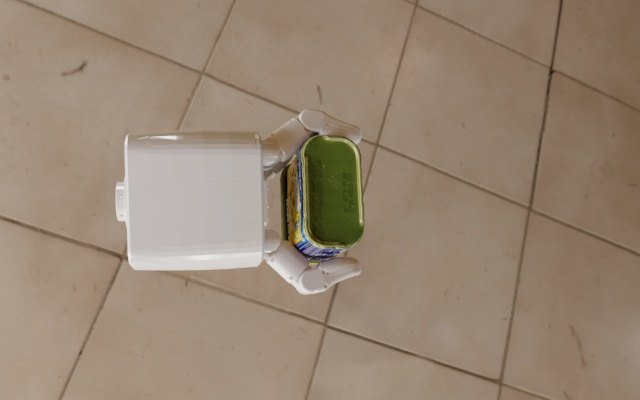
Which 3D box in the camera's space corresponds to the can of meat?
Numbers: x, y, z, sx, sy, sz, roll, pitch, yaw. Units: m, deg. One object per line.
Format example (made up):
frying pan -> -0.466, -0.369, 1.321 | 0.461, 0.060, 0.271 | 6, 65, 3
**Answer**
can of meat -> 0.000, 0.001, 0.426 | 0.057, 0.102, 0.084 | 1, -15, -15
